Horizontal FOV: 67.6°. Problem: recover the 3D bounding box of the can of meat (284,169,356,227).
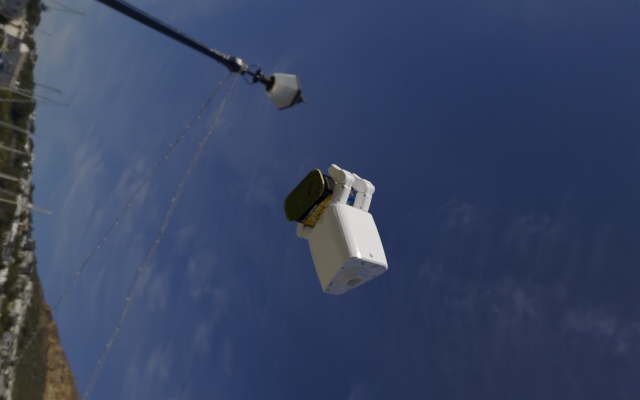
[{"bbox_3d":[0.000,0.003,0.840,0.084,0.057,0.102,20,-53,-38],"label":"can of meat"}]
